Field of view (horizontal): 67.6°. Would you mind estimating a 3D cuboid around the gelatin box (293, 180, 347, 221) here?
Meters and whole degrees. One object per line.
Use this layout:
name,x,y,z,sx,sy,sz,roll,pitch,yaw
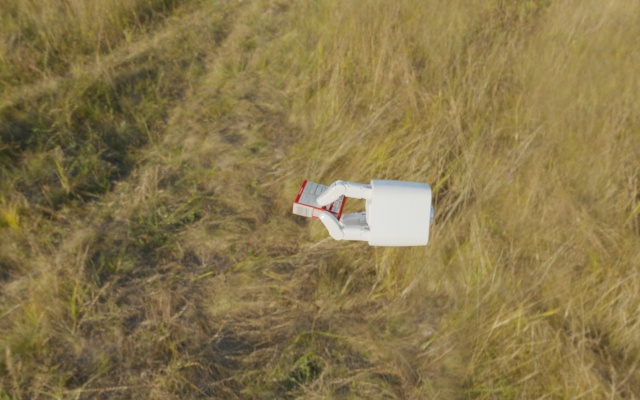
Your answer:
gelatin box,0.000,0.002,0.892,0.089,0.030,0.073,15,41,5
